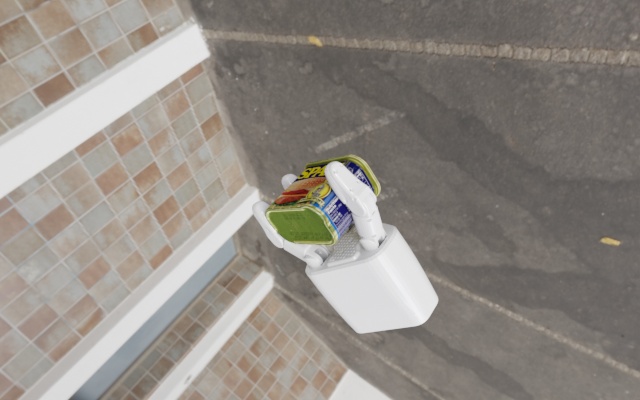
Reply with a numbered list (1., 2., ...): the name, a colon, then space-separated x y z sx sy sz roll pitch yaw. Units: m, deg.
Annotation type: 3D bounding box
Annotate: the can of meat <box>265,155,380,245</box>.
1. can of meat: 0.000 0.002 0.518 0.102 0.057 0.084 -5 36 50
